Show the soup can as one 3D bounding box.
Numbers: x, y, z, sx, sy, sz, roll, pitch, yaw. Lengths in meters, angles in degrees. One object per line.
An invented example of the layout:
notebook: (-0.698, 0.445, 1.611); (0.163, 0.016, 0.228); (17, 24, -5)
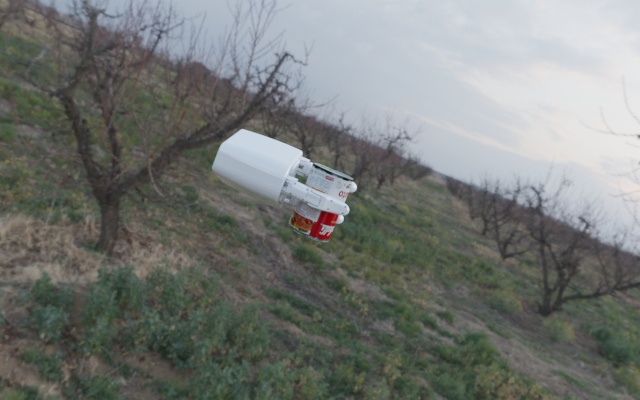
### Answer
soup can: (0.001, 0.002, 0.718); (0.068, 0.102, 0.068); (22, 8, -3)
